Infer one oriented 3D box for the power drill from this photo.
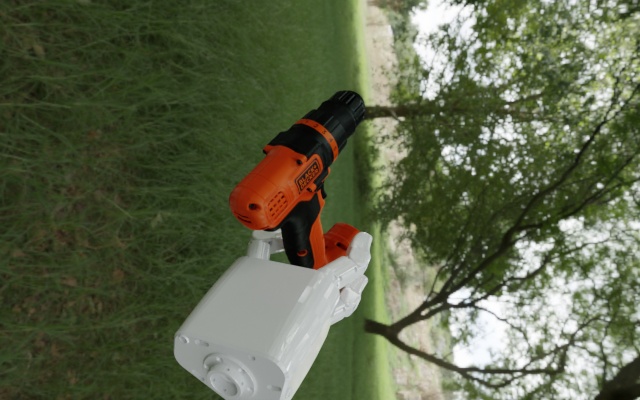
[{"bbox_3d":[0.000,0.002,0.498,0.057,0.188,0.184,19,54,36],"label":"power drill"}]
